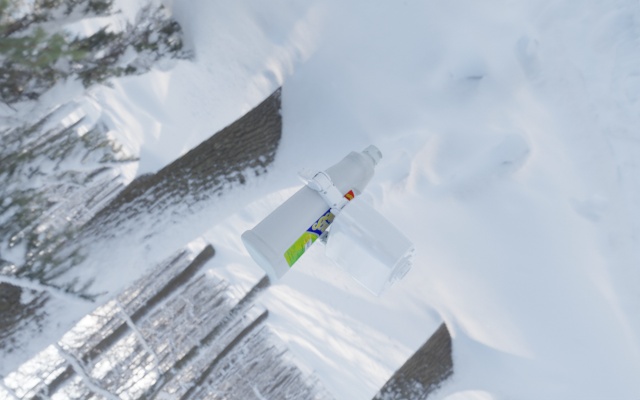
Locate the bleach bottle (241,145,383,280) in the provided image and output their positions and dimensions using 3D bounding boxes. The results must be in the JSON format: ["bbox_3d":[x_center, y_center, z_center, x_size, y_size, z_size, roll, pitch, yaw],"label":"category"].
[{"bbox_3d":[0.000,0.002,0.707,0.068,0.250,0.103,40,-18,20],"label":"bleach bottle"}]
